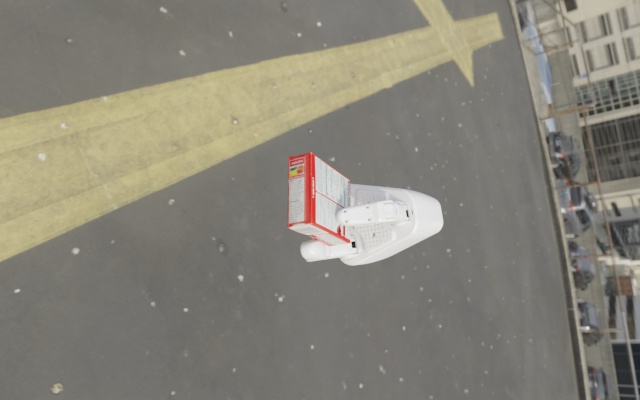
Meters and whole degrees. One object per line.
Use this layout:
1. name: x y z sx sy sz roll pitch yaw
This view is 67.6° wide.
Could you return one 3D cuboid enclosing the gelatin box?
1. gelatin box: 0.000 0.001 0.487 0.030 0.073 0.089 -10 -21 27
